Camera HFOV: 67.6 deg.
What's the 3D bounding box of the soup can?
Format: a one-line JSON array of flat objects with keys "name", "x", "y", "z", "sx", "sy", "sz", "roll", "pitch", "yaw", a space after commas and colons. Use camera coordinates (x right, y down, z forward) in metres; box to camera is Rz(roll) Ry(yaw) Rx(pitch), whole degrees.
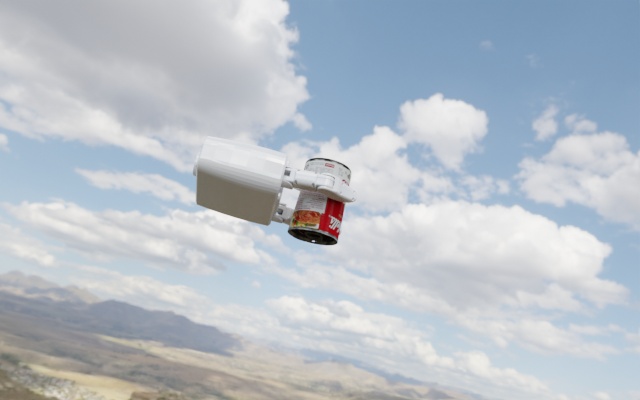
[{"name": "soup can", "x": 0.001, "y": 0.002, "z": 0.643, "sx": 0.068, "sy": 0.102, "sz": 0.068, "roll": 12, "pitch": -19, "yaw": 4}]
